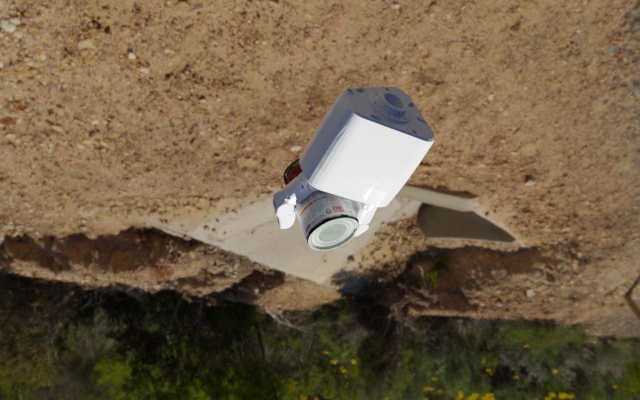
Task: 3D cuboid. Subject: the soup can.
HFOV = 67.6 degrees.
[{"bbox_3d":[0.000,0.002,0.592,0.068,0.102,0.069,-15,-35,-11],"label":"soup can"}]
